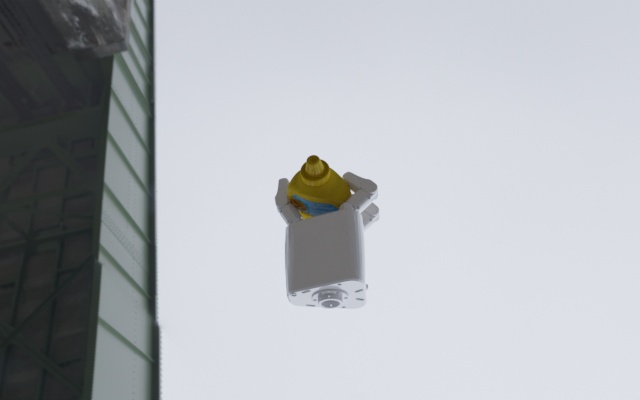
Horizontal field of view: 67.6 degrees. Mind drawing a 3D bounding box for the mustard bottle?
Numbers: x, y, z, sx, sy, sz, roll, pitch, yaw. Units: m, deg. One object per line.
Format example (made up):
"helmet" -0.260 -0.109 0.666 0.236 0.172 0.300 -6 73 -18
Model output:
"mustard bottle" 0.000 0.002 0.708 0.096 0.058 0.192 16 -32 18
